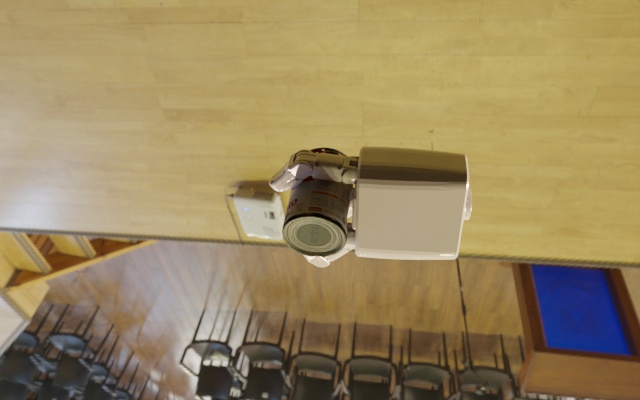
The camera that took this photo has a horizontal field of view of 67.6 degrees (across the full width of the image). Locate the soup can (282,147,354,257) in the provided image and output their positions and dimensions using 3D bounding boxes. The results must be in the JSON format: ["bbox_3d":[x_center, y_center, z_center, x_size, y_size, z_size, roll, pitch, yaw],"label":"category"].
[{"bbox_3d":[0.000,0.002,0.511,0.068,0.102,0.069,5,-44,5],"label":"soup can"}]
